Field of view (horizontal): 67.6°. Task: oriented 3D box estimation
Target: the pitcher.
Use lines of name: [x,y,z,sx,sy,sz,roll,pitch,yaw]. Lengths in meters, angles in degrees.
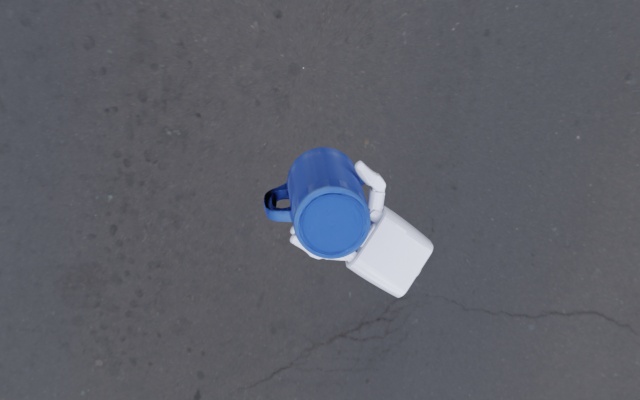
pitcher: [0.000,0.003,0.766,0.145,0.149,0.242,34,12,-11]
